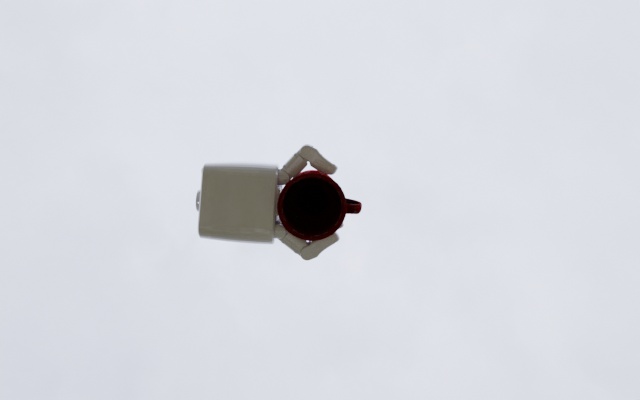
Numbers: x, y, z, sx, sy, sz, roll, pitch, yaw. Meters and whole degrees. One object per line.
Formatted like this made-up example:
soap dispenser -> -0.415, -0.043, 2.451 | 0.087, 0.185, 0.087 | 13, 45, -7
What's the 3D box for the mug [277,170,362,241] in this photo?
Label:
mug -> 0.002, 0.002, 0.674 | 0.117, 0.093, 0.081 | 3, 11, -2
